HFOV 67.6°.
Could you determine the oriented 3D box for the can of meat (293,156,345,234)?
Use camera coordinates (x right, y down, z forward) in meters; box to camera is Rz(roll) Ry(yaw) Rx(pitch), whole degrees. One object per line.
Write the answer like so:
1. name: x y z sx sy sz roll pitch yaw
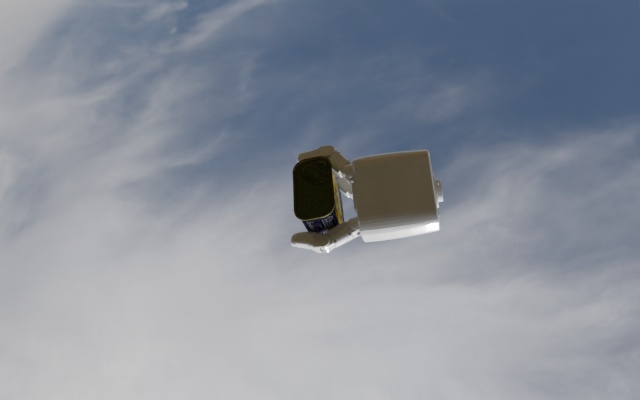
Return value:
1. can of meat: 0.000 0.003 0.689 0.057 0.102 0.084 -11 -33 11
